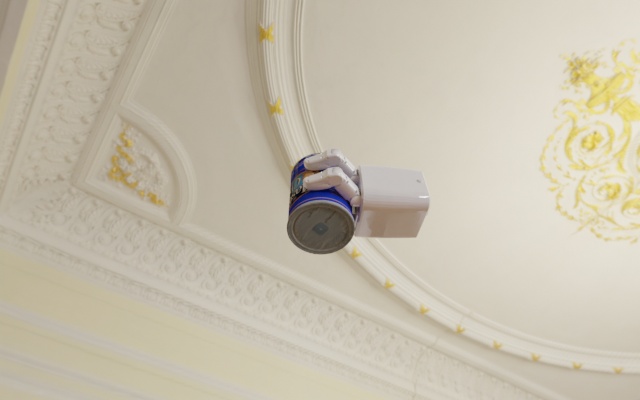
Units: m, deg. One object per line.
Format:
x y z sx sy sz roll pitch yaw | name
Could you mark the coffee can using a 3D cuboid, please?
0.000 0.003 0.771 0.103 0.103 0.140 0 37 0 | coffee can
